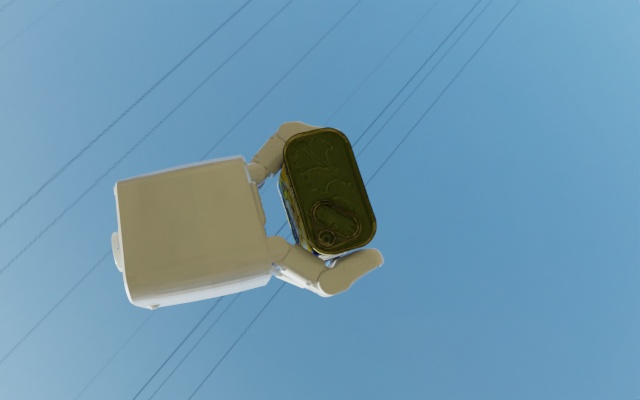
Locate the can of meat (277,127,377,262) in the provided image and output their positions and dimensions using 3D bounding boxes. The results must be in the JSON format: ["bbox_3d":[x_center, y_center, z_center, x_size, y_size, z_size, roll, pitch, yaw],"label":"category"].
[{"bbox_3d":[0.000,0.001,0.413,0.057,0.102,0.084,-15,-11,-14],"label":"can of meat"}]
